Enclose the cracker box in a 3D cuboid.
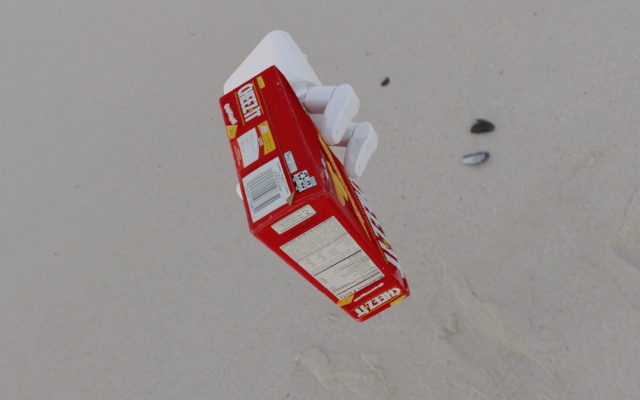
[{"bbox_3d":[0.000,0.002,0.460,0.072,0.164,0.214,-29,-40,10],"label":"cracker box"}]
